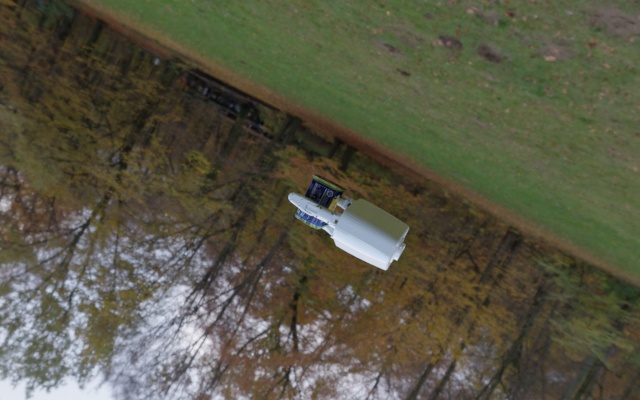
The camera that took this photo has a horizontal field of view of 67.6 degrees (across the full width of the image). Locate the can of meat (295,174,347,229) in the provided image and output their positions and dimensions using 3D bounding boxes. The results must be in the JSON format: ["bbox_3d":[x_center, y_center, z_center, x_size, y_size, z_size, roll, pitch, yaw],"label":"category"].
[{"bbox_3d":[0.000,0.003,0.881,0.057,0.084,0.102,27,5,9],"label":"can of meat"}]
